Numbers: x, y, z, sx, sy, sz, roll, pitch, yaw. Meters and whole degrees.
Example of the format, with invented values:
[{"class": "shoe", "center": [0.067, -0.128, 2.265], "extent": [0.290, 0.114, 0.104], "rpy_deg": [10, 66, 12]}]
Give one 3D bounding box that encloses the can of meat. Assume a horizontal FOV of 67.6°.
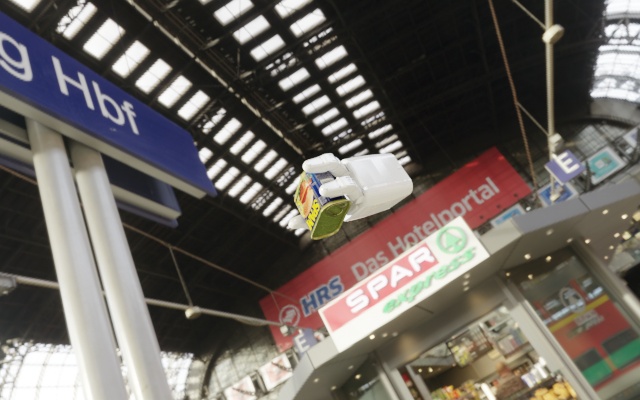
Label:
[{"class": "can of meat", "center": [0.000, 0.002, 0.815], "extent": [0.057, 0.084, 0.102], "rpy_deg": [-14, -33, -26]}]
